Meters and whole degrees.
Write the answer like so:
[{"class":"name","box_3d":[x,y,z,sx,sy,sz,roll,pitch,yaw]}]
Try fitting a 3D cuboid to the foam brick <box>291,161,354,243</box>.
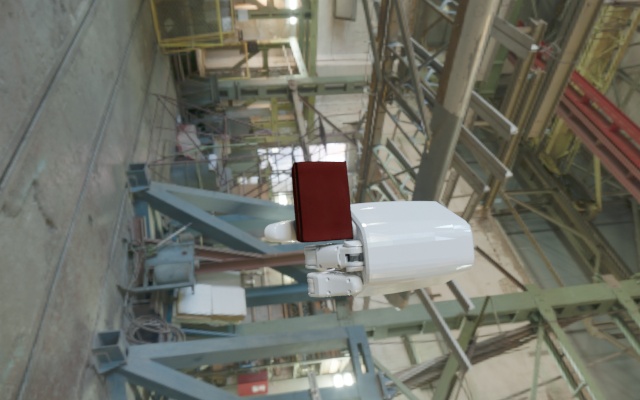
[{"class":"foam brick","box_3d":[0.000,0.001,0.476,0.051,0.078,0.053,-5,-2,-7]}]
